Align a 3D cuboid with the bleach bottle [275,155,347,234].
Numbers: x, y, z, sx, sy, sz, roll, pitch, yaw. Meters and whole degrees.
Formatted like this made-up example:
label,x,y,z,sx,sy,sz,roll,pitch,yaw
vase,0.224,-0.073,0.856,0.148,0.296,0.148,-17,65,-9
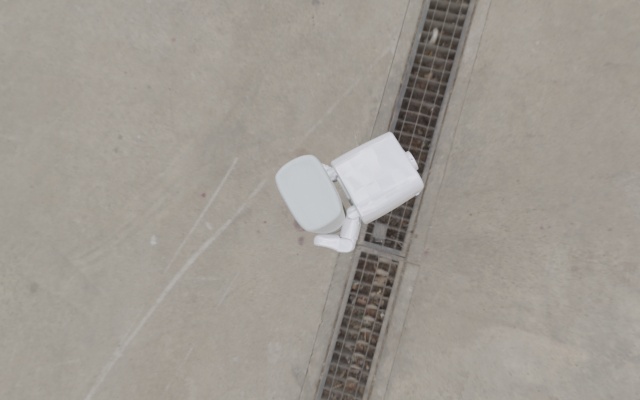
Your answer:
label,x,y,z,sx,sy,sz,roll,pitch,yaw
bleach bottle,0.000,0.003,0.742,0.068,0.102,0.251,-29,-8,4
